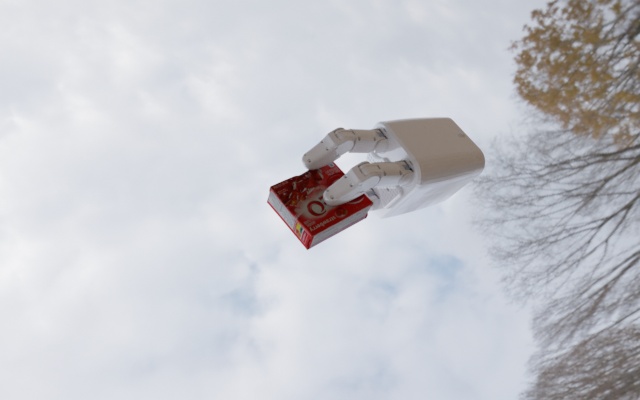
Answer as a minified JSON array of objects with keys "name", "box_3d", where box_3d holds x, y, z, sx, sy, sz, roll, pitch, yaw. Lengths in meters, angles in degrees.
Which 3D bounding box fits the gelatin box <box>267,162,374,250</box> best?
[{"name":"gelatin box","box_3d":[0.000,0.002,0.508,0.089,0.073,0.030,-26,-28,-32]}]
